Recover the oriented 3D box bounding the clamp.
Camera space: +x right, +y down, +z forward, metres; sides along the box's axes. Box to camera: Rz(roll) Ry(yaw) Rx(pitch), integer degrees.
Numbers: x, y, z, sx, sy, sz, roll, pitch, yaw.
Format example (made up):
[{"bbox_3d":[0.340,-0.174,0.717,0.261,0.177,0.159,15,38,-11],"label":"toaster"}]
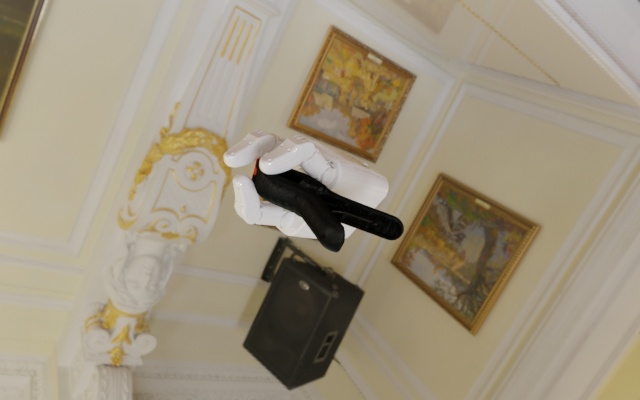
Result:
[{"bbox_3d":[0.000,0.002,0.486,0.120,0.039,0.171,10,20,-47],"label":"clamp"}]
